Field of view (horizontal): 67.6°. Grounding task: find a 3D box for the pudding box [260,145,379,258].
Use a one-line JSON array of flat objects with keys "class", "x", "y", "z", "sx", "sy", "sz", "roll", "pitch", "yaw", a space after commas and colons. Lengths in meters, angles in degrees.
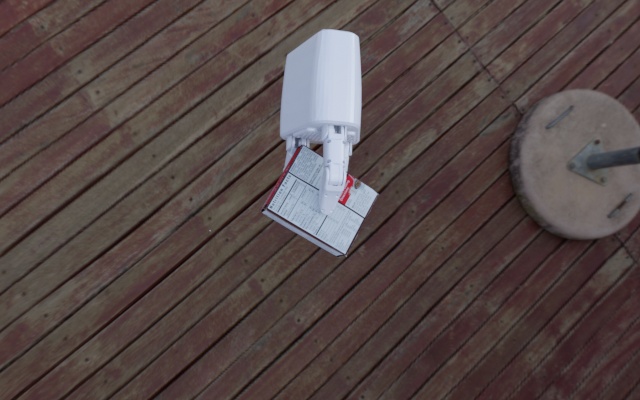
[{"class": "pudding box", "x": 0.000, "y": 0.002, "z": 0.561, "sx": 0.113, "sy": 0.090, "sz": 0.039, "roll": 31, "pitch": -12, "yaw": -8}]
